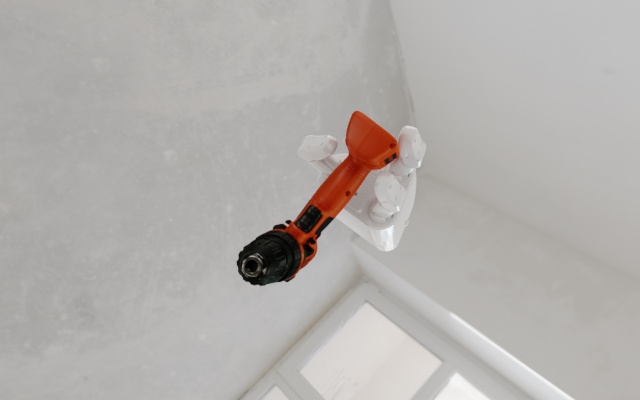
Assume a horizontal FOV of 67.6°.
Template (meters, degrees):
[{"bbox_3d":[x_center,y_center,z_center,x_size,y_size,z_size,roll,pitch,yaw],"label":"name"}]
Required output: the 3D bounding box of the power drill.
[{"bbox_3d":[0.000,0.001,0.482,0.057,0.187,0.184,40,7,6],"label":"power drill"}]
